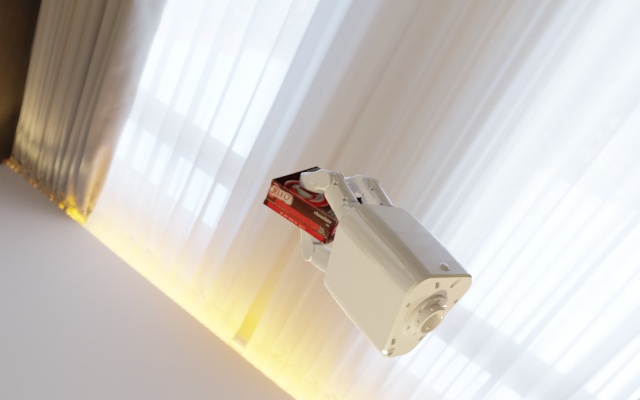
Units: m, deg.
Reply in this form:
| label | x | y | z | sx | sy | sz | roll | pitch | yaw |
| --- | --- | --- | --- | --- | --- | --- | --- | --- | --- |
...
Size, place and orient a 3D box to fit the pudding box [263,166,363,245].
| label | x | y | z | sx | sy | sz | roll | pitch | yaw |
| --- | --- | --- | --- | --- | --- | --- | --- | --- | --- |
| pudding box | 0.000 | 0.002 | 0.563 | 0.090 | 0.039 | 0.113 | 33 | 22 | 16 |
